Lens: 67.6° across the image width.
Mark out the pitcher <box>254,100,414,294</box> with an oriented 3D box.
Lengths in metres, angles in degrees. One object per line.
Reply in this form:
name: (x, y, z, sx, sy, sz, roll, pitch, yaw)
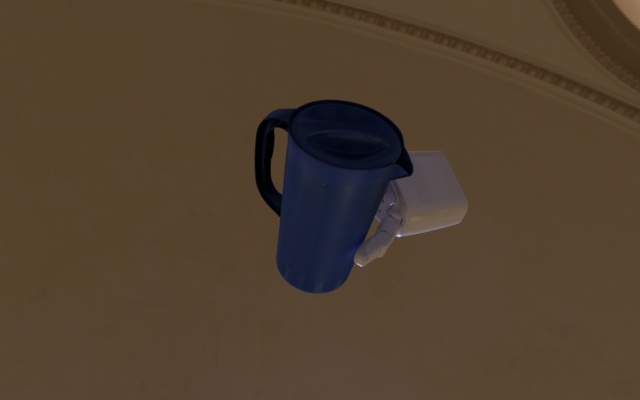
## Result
pitcher: (0.000, 0.002, 0.607, 0.145, 0.243, 0.149, -9, 47, -24)
